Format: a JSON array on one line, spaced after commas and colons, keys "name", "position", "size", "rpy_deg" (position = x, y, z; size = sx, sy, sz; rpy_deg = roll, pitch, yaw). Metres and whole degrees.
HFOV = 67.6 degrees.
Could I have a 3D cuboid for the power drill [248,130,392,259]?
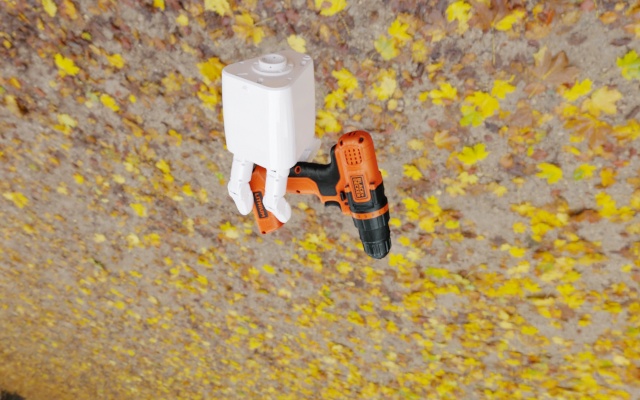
[{"name": "power drill", "position": [0.000, 0.002, 0.662], "size": [0.187, 0.184, 0.057], "rpy_deg": [-6, 22, 20]}]
